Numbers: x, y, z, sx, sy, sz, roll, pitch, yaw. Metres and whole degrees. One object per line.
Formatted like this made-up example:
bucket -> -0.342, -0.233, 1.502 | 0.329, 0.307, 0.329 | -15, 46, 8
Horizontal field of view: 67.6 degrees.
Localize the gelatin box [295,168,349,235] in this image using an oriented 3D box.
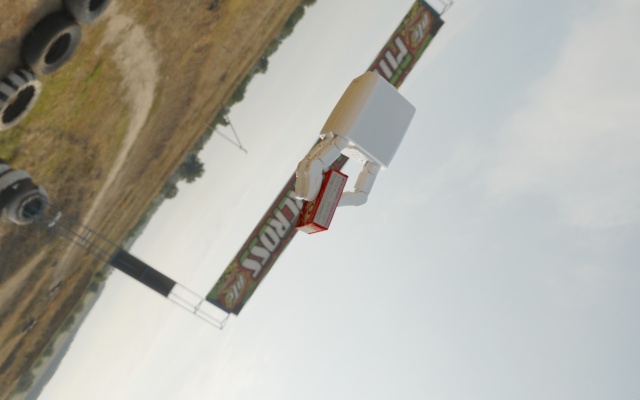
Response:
gelatin box -> 0.000, 0.003, 0.698 | 0.030, 0.089, 0.073 | 26, -17, -17
